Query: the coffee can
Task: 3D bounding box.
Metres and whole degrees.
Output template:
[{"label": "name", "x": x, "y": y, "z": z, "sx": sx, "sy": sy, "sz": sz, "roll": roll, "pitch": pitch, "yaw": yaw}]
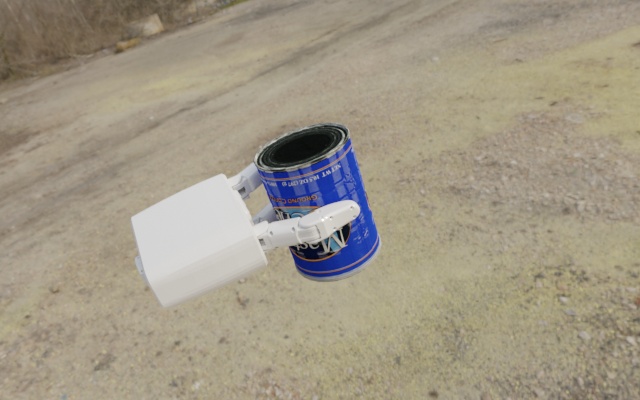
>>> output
[{"label": "coffee can", "x": 0.000, "y": 0.002, "z": 0.516, "sx": 0.103, "sy": 0.140, "sz": 0.102, "roll": -15, "pitch": 28, "yaw": 8}]
